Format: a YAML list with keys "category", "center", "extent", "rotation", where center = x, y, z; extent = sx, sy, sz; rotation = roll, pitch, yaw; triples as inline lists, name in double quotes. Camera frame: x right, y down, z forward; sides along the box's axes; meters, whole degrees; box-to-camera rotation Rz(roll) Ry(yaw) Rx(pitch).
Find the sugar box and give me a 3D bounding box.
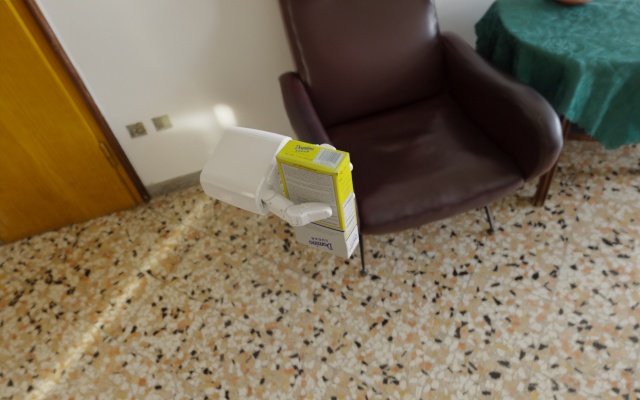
- category: "sugar box"
  center: [0.000, 0.002, 0.676]
  extent: [0.093, 0.048, 0.176]
  rotation: [17, -37, 24]
